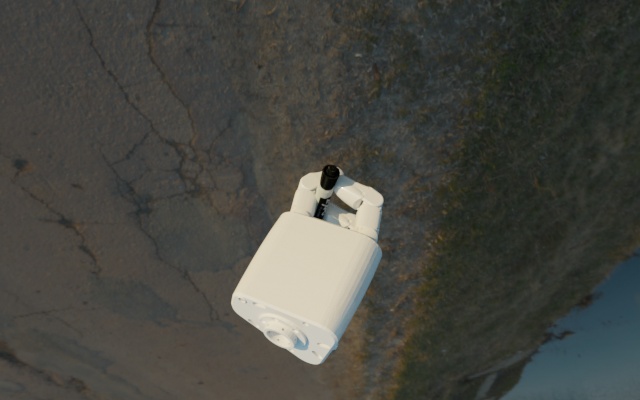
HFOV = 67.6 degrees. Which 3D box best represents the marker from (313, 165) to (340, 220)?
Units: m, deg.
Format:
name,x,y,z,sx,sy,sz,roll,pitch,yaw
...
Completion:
name,x,y,z,sx,sy,sz,roll,pitch,yaw
marker,0.000,0.002,0.532,0.020,0.020,0.121,0,-35,-14
